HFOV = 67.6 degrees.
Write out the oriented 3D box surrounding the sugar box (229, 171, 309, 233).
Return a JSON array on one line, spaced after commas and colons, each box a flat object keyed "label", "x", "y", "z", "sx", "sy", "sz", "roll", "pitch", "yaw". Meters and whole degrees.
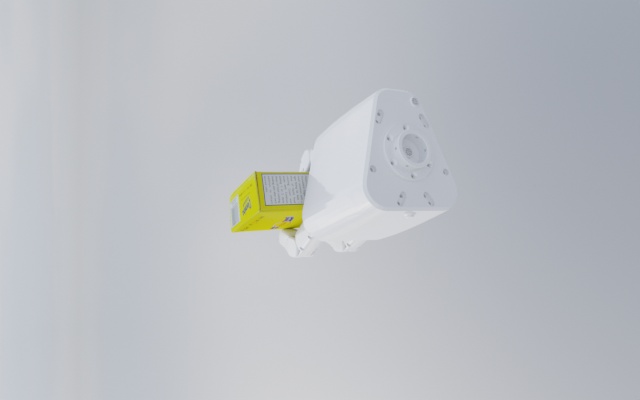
[{"label": "sugar box", "x": 0.000, "y": 0.002, "z": 0.508, "sx": 0.176, "sy": 0.048, "sz": 0.093, "roll": 1, "pitch": -15, "yaw": -27}]
